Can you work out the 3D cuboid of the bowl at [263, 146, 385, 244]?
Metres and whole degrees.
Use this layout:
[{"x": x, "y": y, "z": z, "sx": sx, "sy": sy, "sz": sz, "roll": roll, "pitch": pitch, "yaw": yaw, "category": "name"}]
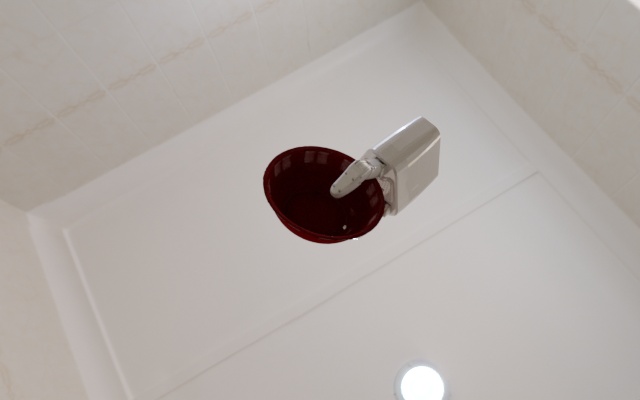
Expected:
[{"x": -0.001, "y": 0.003, "z": 0.630, "sx": 0.162, "sy": 0.162, "sz": 0.055, "roll": 0, "pitch": -41, "yaw": -19, "category": "bowl"}]
